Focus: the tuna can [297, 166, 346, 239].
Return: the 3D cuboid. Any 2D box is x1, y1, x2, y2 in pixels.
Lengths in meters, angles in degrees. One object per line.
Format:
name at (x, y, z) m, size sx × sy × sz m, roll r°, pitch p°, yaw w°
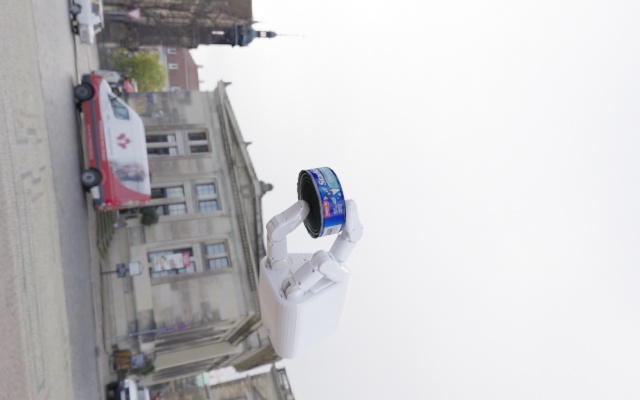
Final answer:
tuna can at (0.001, 0.002, 0.584) m, size 0.034 × 0.086 × 0.086 m, roll -11°, pitch 3°, yaw -19°
